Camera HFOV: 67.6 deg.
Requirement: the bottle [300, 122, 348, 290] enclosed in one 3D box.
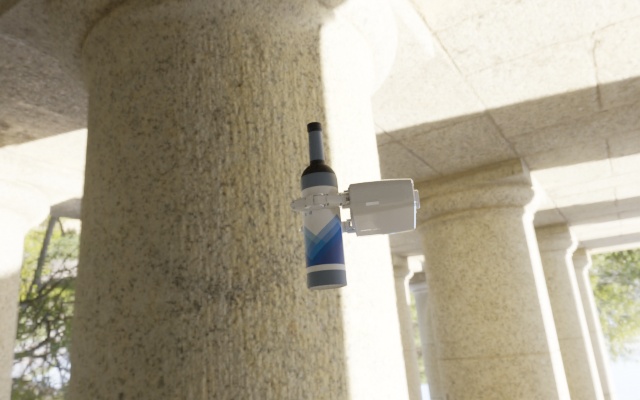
[{"bbox_3d":[0.000,0.003,0.829,0.069,0.295,0.069,-4,-16,-1],"label":"bottle"}]
